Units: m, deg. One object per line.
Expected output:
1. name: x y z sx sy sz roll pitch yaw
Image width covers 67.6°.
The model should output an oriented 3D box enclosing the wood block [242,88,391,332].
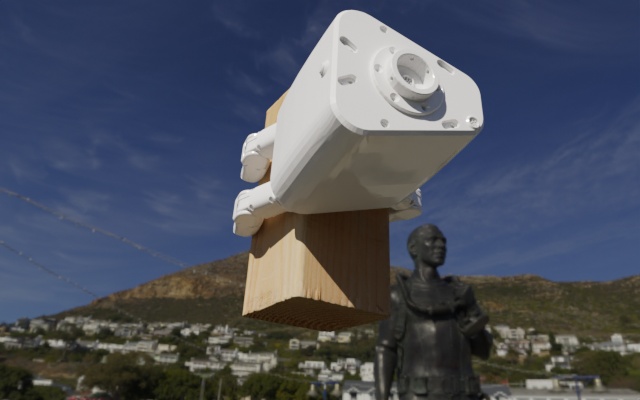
1. wood block: 0.001 0.001 0.425 0.091 0.206 0.090 19 -31 -29
